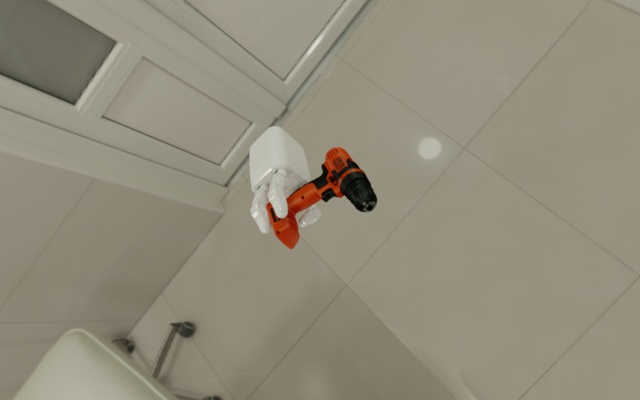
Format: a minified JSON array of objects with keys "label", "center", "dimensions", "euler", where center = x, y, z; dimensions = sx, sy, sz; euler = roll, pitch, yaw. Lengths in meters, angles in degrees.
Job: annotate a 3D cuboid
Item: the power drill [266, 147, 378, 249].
[{"label":"power drill","center":[0.000,0.003,0.847],"dimensions":[0.187,0.057,0.184],"euler":[-36,35,6]}]
